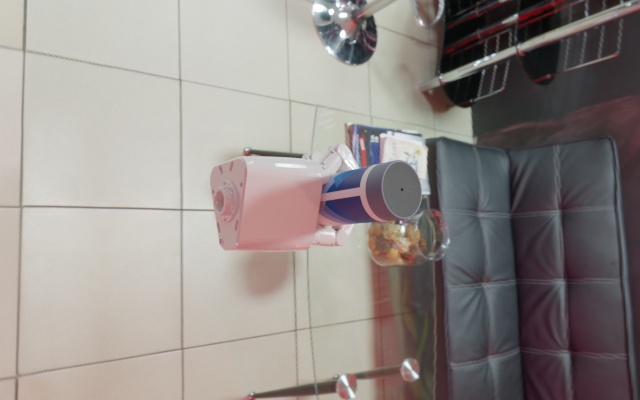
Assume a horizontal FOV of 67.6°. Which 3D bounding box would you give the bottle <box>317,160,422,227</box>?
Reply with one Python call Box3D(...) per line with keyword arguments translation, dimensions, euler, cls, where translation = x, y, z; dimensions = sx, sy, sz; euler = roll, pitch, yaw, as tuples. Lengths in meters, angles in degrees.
Box3D(translation=(0.000, 0.002, 0.640), dimensions=(0.069, 0.069, 0.296), euler=(0, -6, -38), cls="bottle")
